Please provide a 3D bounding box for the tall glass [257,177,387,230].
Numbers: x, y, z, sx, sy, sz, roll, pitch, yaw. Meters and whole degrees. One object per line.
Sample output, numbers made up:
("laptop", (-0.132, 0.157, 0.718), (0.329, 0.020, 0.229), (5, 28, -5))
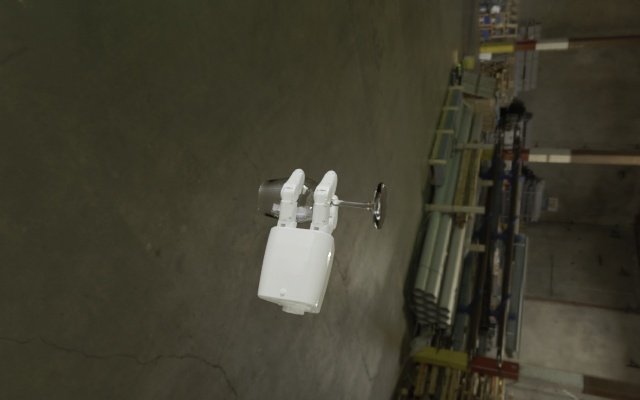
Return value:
("tall glass", (0.001, 0.002, 0.768), (0.201, 0.079, 0.079), (4, 2, 22))
